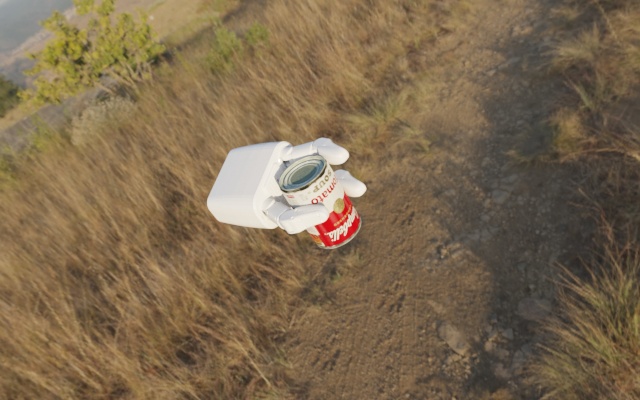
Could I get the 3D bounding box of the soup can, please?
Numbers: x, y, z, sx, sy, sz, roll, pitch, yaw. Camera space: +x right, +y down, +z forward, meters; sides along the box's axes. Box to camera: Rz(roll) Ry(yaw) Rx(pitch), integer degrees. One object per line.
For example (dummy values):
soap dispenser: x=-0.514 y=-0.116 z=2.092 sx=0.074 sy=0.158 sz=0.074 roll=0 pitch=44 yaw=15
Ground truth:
soup can: x=0.000 y=0.002 z=0.600 sx=0.068 sy=0.102 sz=0.068 roll=-22 pitch=34 yaw=16
